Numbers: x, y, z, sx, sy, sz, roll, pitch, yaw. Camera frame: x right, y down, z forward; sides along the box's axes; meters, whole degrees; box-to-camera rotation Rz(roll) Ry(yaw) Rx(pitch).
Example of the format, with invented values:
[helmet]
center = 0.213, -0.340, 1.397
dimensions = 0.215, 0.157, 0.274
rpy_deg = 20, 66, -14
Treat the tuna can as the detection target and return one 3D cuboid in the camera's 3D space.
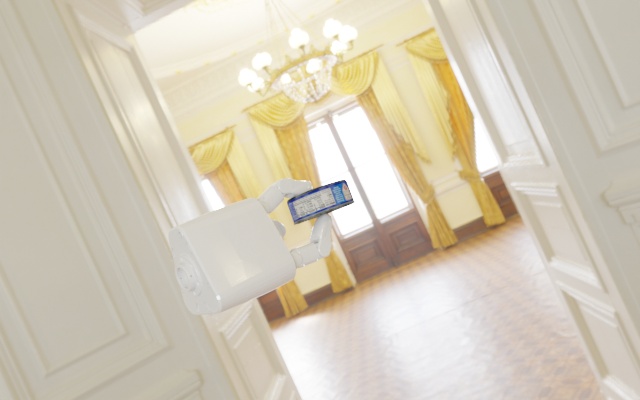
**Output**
[tuna can]
center = 0.000, 0.001, 0.625
dimensions = 0.086, 0.034, 0.086
rpy_deg = -20, -3, -1
